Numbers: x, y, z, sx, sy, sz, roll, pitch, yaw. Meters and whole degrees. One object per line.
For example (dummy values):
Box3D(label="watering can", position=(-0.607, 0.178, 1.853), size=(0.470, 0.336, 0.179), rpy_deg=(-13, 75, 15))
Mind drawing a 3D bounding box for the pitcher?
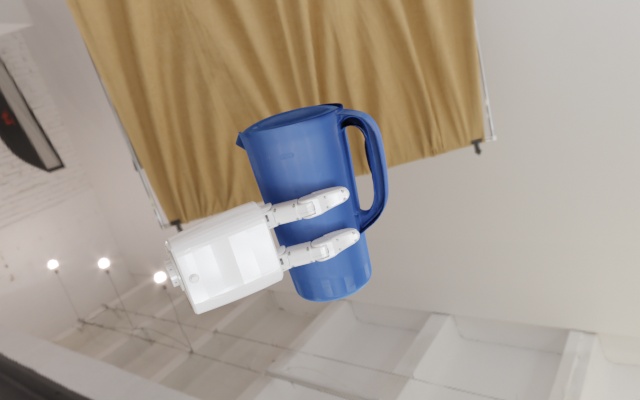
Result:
Box3D(label="pitcher", position=(0.000, 0.002, 0.614), size=(0.145, 0.243, 0.149), rpy_deg=(-22, 18, -20))
